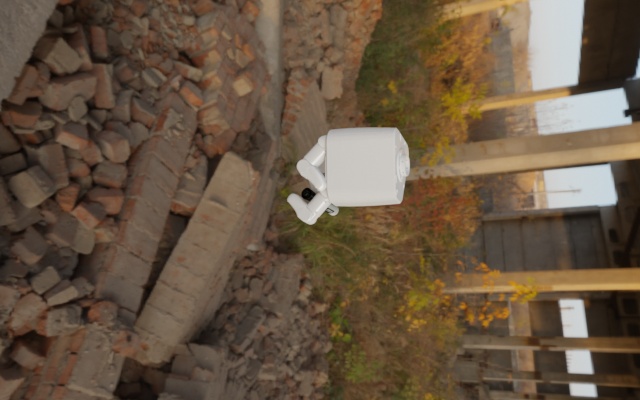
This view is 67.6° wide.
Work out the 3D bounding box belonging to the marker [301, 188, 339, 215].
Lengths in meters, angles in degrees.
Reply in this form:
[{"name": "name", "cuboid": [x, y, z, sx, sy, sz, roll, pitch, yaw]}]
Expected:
[{"name": "marker", "cuboid": [0.000, 0.003, 0.783, 0.020, 0.020, 0.121, 0, -14, 24]}]
